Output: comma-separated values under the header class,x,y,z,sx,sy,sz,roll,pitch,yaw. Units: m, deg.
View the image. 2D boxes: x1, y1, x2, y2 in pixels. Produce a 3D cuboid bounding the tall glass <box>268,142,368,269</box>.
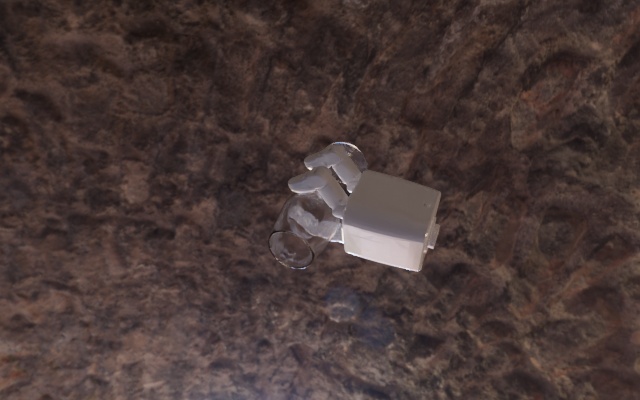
class,x,y,z,sx,sy,sz,roll,pitch,yaw
tall glass,0.000,0.002,0.652,0.079,0.079,0.201,0,36,28
